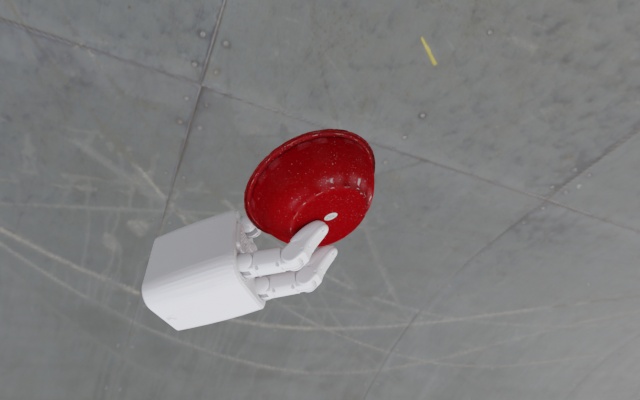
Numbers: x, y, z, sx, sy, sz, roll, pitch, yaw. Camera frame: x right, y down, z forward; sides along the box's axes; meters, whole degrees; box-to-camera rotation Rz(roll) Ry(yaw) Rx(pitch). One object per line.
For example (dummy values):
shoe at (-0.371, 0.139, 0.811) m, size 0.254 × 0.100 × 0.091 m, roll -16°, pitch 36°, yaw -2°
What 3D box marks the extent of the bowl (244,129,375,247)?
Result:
bowl at (0.001, 0.001, 0.530) m, size 0.162 × 0.162 × 0.055 m, roll 0°, pitch 42°, yaw -31°
